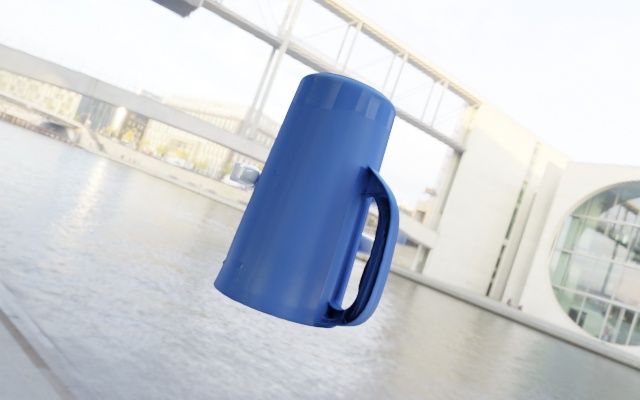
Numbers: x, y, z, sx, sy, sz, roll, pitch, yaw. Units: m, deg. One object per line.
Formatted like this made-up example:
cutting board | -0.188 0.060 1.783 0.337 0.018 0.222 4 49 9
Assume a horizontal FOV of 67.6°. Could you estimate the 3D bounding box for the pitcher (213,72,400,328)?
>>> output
pitcher | 0.000 0.002 0.491 0.149 0.243 0.145 20 -3 -8
